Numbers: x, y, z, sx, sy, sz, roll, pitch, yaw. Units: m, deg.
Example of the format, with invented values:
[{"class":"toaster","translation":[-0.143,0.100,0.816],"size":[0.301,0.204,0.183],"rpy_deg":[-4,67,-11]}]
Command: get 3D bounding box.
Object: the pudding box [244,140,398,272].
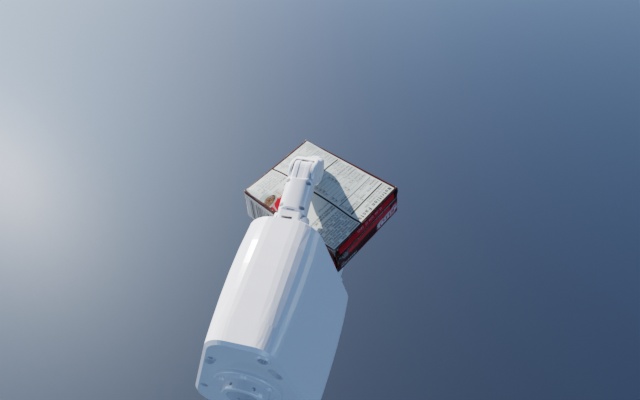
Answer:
[{"class":"pudding box","translation":[0.000,0.001,0.435],"size":[0.113,0.039,0.090],"rpy_deg":[32,58,27]}]
